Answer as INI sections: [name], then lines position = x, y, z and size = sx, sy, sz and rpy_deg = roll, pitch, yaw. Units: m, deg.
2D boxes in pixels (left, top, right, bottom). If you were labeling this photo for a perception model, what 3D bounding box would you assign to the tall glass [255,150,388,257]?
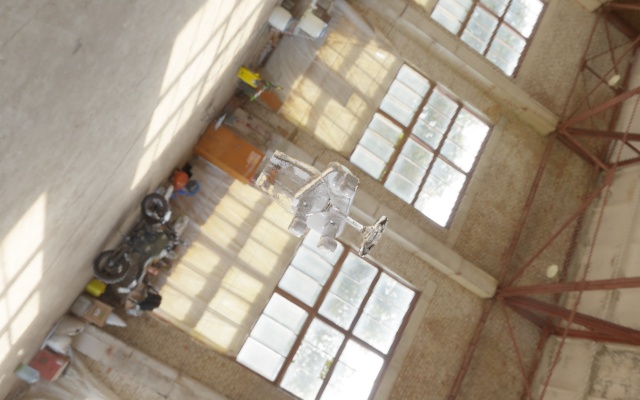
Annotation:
[tall glass]
position = 0.001, 0.003, 0.732
size = 0.201, 0.079, 0.079
rpy_deg = 33, -5, -8
